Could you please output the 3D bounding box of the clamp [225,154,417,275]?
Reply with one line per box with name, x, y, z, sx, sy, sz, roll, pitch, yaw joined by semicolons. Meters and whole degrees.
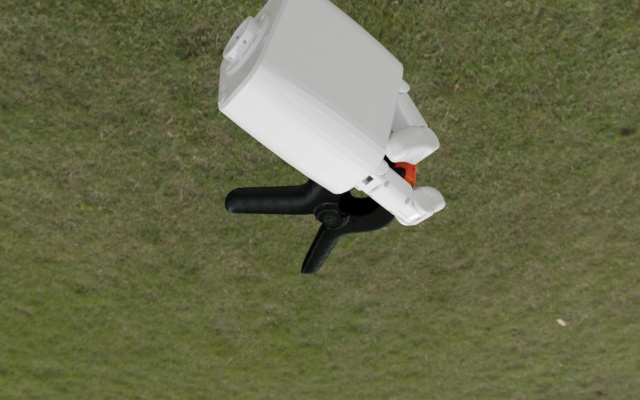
clamp;0.000;0.002;0.415;0.120;0.039;0.171;33;-50;-27
